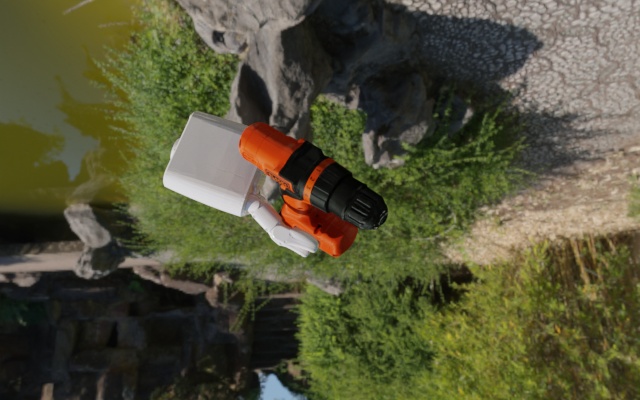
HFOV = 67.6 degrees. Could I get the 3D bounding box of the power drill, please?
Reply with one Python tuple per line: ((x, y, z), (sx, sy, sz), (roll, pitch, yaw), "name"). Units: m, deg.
((0.000, 0.002, 0.563), (0.184, 0.057, 0.188), (34, -17, 21), "power drill")
